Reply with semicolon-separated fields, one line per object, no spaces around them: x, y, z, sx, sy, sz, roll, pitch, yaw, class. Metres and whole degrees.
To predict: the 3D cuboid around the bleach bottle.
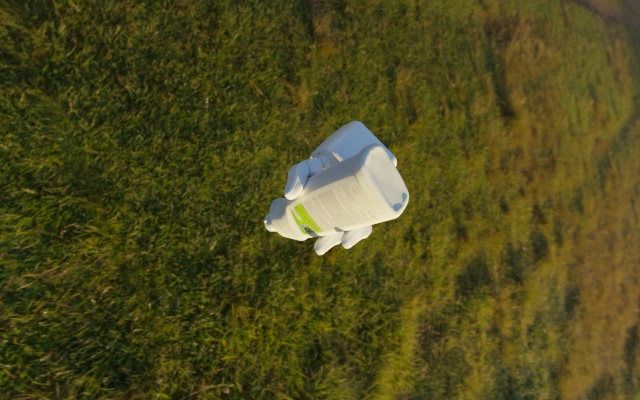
0.000;0.002;0.699;0.251;0.102;0.068;-18;23;43;bleach bottle
